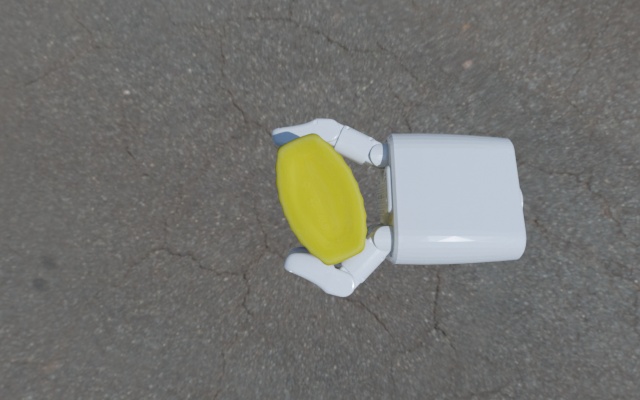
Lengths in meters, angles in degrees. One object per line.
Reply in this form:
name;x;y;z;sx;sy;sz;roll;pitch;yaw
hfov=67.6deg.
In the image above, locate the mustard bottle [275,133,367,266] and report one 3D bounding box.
mustard bottle;0.000;0.001;0.432;0.058;0.096;0.191;-25;-1;-1
